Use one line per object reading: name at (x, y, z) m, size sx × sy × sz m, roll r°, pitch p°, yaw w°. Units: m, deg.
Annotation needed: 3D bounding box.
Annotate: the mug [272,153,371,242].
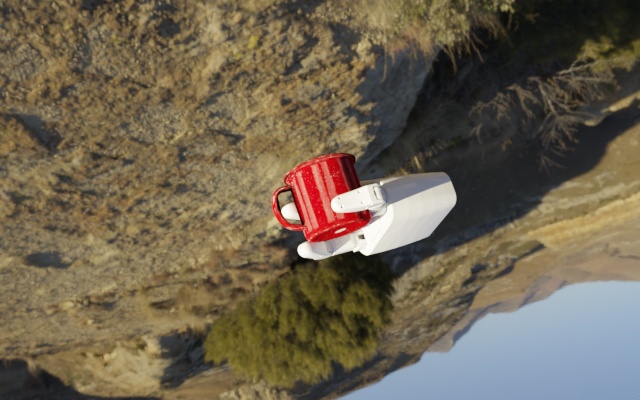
mug at (-0.001, 0.002, 0.567) m, size 0.117 × 0.081 × 0.093 m, roll -11°, pitch -16°, yaw -24°
